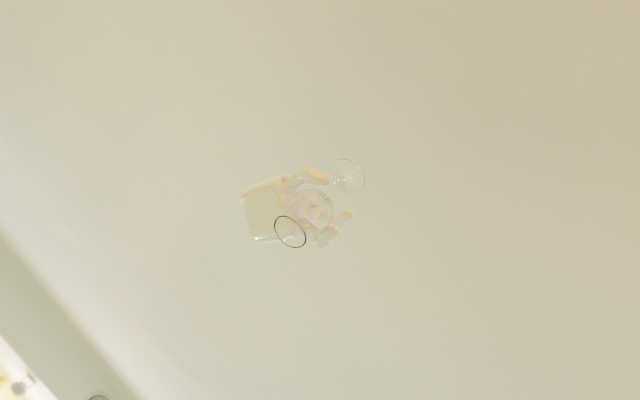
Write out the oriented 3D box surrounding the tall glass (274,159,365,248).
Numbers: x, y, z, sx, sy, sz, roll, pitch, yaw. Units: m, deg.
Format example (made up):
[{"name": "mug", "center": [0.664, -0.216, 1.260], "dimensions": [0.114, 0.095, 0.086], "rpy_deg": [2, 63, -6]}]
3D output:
[{"name": "tall glass", "center": [0.001, 0.002, 0.834], "dimensions": [0.079, 0.079, 0.201], "rpy_deg": [0, 29, 35]}]
